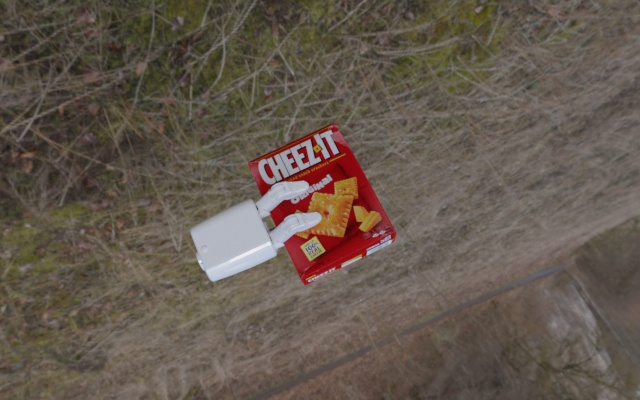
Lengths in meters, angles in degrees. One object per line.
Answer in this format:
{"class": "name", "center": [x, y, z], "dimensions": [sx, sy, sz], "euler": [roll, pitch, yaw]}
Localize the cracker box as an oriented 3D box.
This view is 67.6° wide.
{"class": "cracker box", "center": [0.000, 0.003, 0.768], "dimensions": [0.164, 0.213, 0.072], "euler": [-25, -18, -4]}
